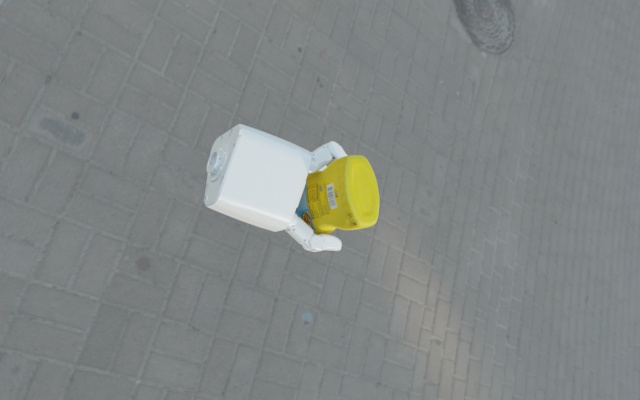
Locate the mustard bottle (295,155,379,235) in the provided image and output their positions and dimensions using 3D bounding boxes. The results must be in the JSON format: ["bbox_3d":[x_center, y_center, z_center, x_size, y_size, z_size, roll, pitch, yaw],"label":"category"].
[{"bbox_3d":[0.001,0.002,0.687,0.058,0.096,0.191,-8,-5,-37],"label":"mustard bottle"}]
